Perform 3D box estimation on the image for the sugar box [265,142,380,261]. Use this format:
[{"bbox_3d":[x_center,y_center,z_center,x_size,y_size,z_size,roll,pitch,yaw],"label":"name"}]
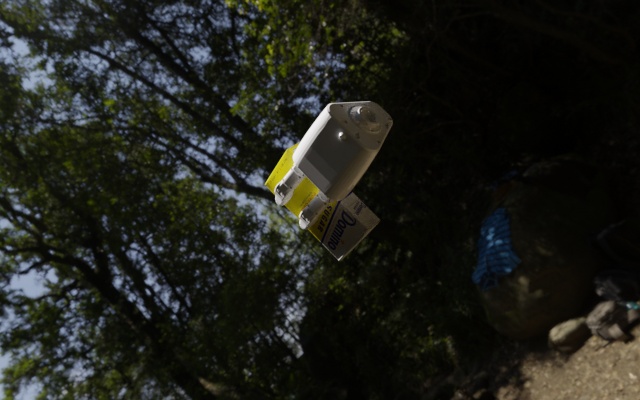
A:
[{"bbox_3d":[0.000,0.003,0.753,0.048,0.176,0.093,-33,-15,-47],"label":"sugar box"}]
